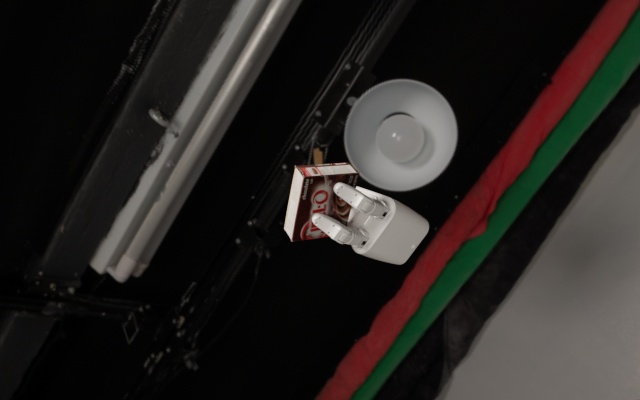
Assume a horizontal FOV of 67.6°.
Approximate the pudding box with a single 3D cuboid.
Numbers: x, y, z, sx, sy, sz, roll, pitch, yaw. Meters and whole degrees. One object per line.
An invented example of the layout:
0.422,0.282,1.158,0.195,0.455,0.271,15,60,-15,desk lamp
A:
0.000,0.002,0.697,0.090,0.113,0.039,-7,33,-28,pudding box
